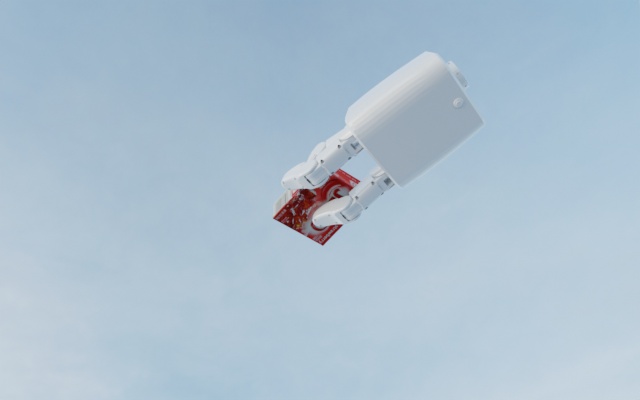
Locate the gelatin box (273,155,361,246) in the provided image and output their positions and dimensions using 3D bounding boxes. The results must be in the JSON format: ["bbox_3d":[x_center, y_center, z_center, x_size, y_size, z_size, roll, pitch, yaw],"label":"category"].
[{"bbox_3d":[0.000,0.002,0.541,0.073,0.089,0.030,30,30,-24],"label":"gelatin box"}]
